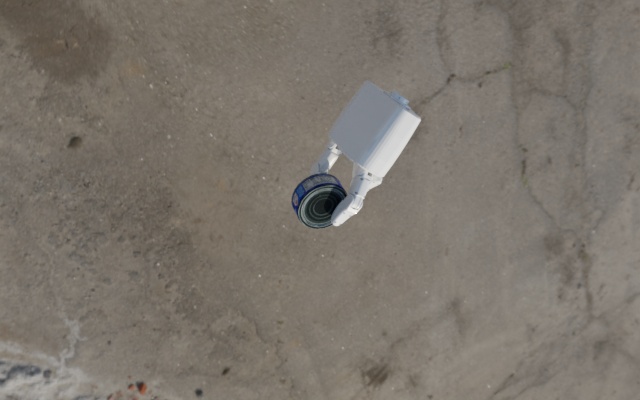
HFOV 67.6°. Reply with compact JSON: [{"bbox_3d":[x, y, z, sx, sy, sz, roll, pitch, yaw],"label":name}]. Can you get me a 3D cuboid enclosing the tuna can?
[{"bbox_3d":[0.000,0.003,0.744,0.086,0.086,0.033,0,34,-23],"label":"tuna can"}]
